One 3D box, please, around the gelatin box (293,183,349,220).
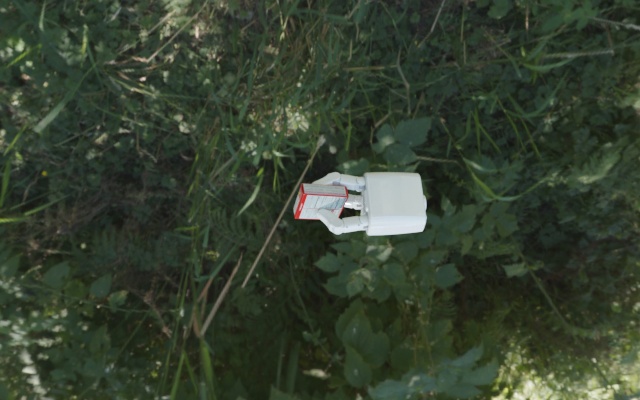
[{"bbox_3d":[0.000,0.003,0.894,0.089,0.030,0.073,2,-39,-17],"label":"gelatin box"}]
